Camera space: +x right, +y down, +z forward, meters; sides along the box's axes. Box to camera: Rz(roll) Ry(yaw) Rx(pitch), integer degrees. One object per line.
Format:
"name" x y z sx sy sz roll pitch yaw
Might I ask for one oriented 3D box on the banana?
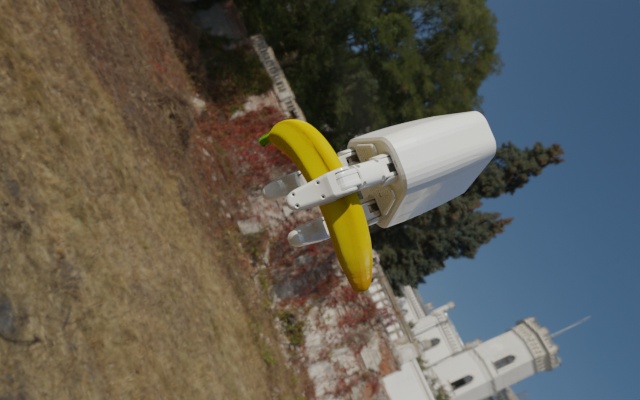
"banana" 0.002 -0.012 0.445 0.037 0.197 0.070 -19 -28 -25
